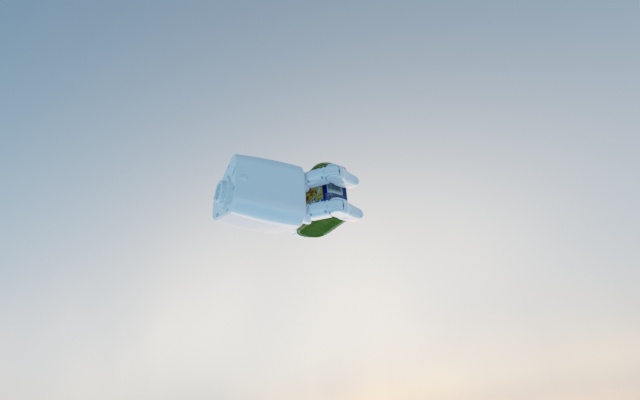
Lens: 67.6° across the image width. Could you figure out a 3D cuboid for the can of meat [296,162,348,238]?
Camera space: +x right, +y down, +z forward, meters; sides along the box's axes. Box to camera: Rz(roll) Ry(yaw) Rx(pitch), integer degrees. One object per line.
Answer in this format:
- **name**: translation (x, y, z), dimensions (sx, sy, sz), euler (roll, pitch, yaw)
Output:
- **can of meat**: translation (0.000, 0.003, 0.753), dimensions (0.057, 0.084, 0.102), euler (14, -34, -29)
